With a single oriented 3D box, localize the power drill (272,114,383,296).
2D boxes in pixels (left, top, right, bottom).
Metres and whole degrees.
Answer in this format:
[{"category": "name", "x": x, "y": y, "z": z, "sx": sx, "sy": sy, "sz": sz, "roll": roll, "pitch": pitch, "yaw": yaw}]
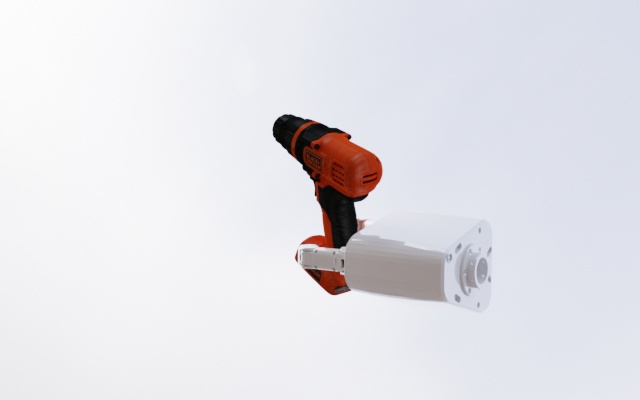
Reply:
[{"category": "power drill", "x": 0.000, "y": 0.002, "z": 0.560, "sx": 0.057, "sy": 0.188, "sz": 0.184, "roll": -19, "pitch": 33, "yaw": -25}]
